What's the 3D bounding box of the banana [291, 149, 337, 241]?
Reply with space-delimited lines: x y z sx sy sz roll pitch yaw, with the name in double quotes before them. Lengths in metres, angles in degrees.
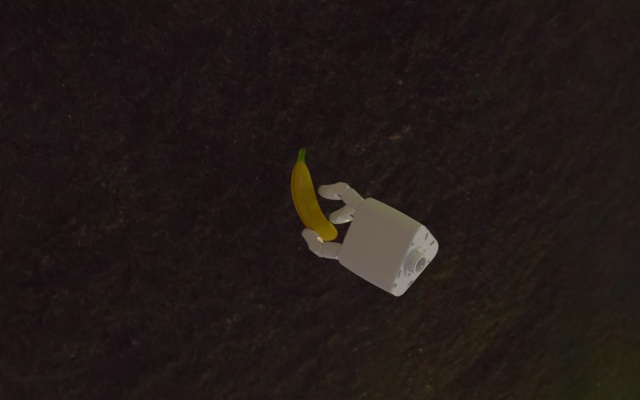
"banana" -0.011 0.012 0.807 0.037 0.198 0.069 12 47 34
